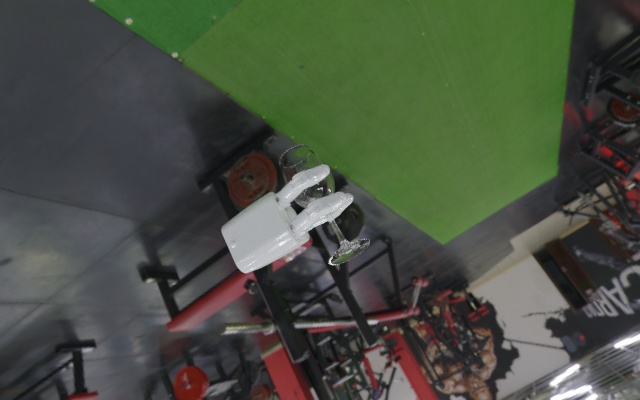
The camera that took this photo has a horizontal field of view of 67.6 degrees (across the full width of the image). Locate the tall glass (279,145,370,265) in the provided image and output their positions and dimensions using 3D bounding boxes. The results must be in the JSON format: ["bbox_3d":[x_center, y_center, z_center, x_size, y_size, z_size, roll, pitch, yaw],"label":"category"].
[{"bbox_3d":[0.001,0.003,0.789,0.079,0.201,0.079,-24,-24,-11],"label":"tall glass"}]
